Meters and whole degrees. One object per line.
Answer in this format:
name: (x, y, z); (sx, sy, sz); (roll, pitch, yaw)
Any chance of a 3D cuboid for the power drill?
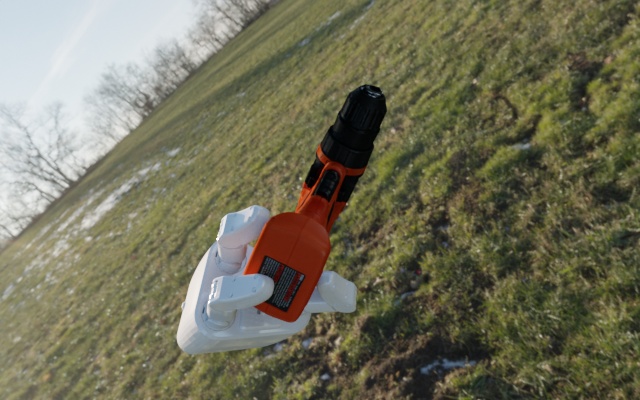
power drill: (0.000, 0.002, 0.431); (0.057, 0.184, 0.187); (25, 36, 4)
